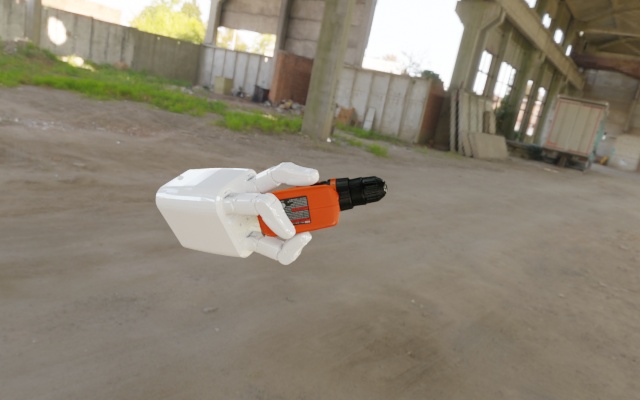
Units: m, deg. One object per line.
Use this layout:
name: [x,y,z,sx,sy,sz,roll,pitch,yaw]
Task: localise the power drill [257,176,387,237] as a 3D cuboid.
power drill: [0.000,0.002,0.669,0.184,0.057,0.187,-11,3,10]
